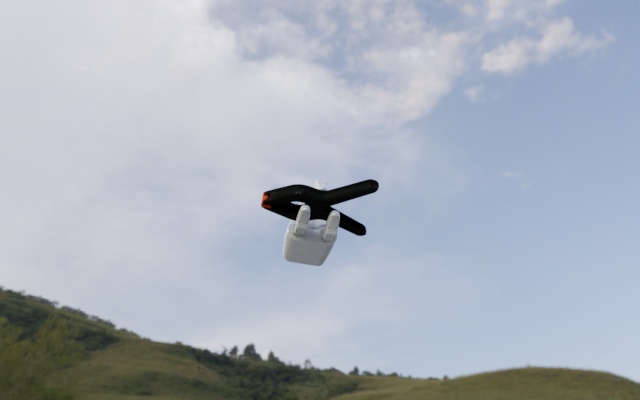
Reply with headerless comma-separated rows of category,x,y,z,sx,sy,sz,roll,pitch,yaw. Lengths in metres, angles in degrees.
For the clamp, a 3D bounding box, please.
clamp,0.000,0.002,0.863,0.210,0.036,0.165,9,-36,-6
